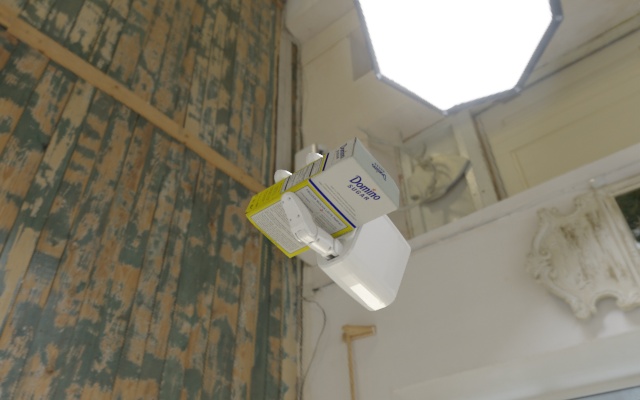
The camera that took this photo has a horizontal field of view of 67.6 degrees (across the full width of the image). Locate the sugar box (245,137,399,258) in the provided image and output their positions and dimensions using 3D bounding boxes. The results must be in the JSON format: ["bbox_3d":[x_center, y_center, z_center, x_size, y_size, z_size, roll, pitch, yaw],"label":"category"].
[{"bbox_3d":[0.000,0.002,0.594,0.176,0.093,0.048,-28,30,29],"label":"sugar box"}]
